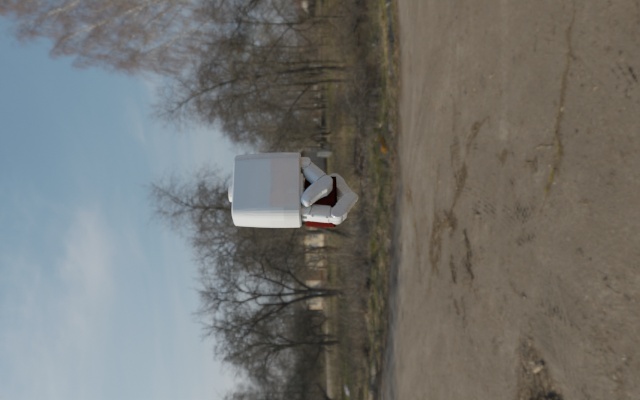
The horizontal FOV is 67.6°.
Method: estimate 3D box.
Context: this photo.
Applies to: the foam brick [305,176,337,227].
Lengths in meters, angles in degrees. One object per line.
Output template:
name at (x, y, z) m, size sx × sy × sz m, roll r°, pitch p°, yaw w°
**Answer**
foam brick at (0.000, 0.003, 0.783) m, size 0.051 × 0.053 × 0.078 m, roll -1°, pitch -34°, yaw -1°
